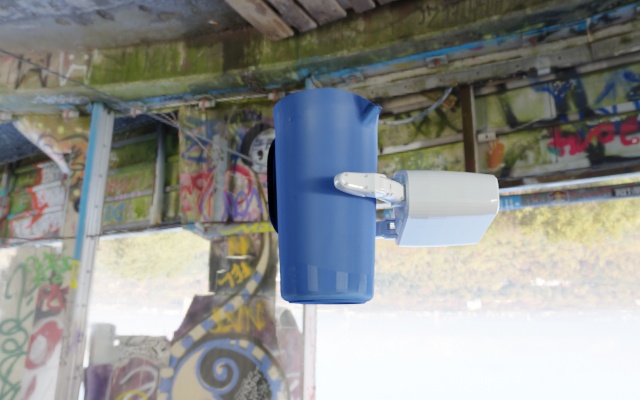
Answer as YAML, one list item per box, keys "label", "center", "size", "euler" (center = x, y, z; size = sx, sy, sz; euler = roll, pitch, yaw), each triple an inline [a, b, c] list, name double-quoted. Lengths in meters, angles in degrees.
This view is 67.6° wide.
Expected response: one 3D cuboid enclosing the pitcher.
- label: "pitcher"
  center: [0.000, 0.002, 0.581]
  size: [0.145, 0.242, 0.149]
  euler: [1, -14, -1]
